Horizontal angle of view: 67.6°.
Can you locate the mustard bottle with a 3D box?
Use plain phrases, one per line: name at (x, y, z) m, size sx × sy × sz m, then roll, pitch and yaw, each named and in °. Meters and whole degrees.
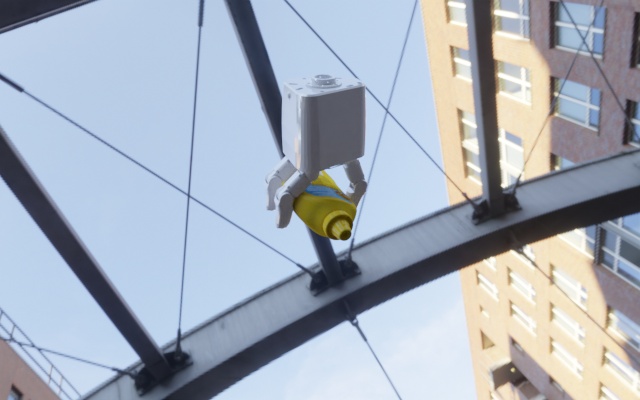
mustard bottle at (0.000, 0.002, 0.699) m, size 0.096 × 0.058 × 0.191 m, roll 14°, pitch 20°, yaw -28°
